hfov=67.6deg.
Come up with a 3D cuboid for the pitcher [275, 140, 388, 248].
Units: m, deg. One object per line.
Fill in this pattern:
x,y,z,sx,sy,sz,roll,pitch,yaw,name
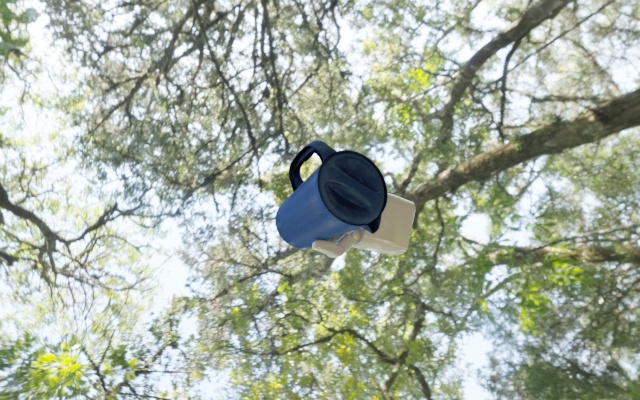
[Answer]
0.000,0.003,0.884,0.145,0.149,0.243,14,-23,-22,pitcher
